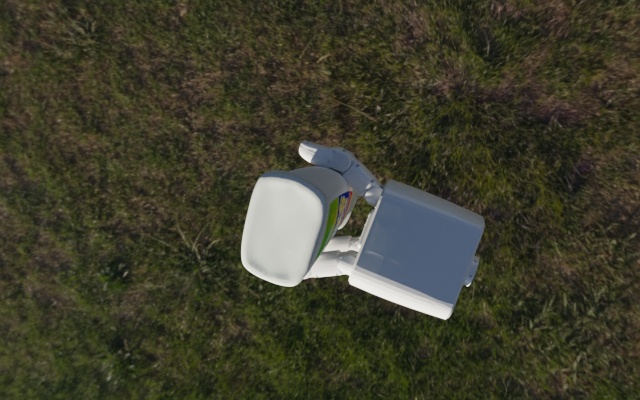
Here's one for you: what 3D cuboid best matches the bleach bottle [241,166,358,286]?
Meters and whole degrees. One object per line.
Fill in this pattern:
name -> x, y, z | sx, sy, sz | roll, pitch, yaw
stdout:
bleach bottle -> 0.000, 0.002, 0.517 | 0.068, 0.102, 0.250 | 20, 17, 11
